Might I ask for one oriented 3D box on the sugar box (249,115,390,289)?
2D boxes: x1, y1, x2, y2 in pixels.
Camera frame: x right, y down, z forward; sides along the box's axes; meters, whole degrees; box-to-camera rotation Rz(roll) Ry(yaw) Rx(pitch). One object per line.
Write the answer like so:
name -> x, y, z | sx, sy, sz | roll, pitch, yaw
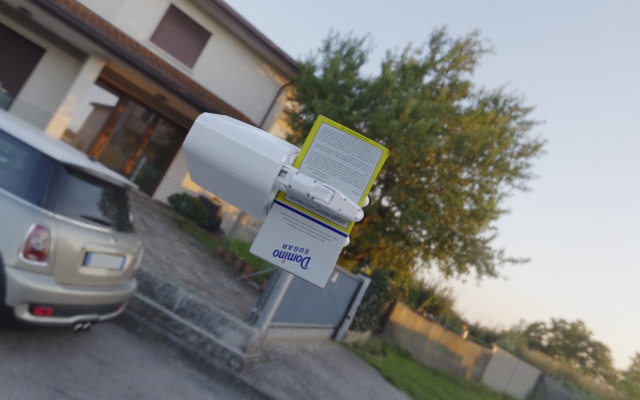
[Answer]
sugar box -> 0.000, 0.002, 0.547 | 0.093, 0.176, 0.048 | 27, -7, 3
